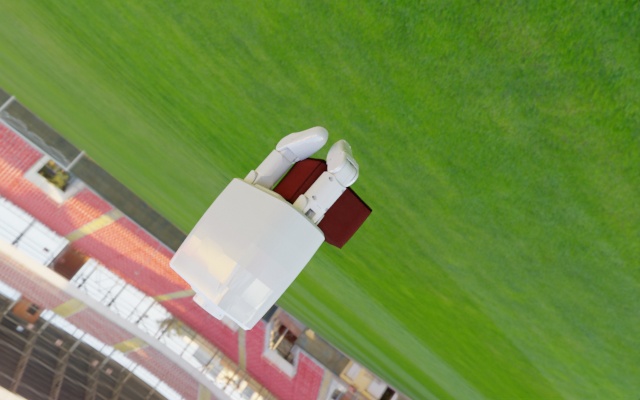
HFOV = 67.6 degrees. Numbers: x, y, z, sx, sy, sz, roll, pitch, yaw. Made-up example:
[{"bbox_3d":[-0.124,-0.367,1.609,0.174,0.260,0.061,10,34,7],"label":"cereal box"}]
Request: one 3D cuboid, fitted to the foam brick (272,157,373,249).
[{"bbox_3d":[0.000,0.002,0.471,0.078,0.051,0.053,44,-13,-25],"label":"foam brick"}]
